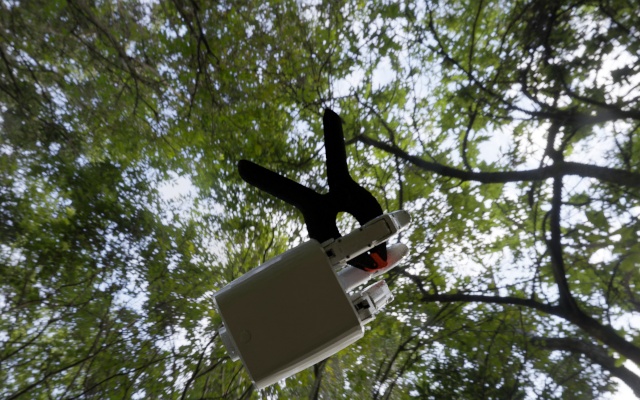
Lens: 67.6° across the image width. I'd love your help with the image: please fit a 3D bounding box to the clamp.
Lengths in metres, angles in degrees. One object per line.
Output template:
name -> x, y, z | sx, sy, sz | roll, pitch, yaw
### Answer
clamp -> 0.000, 0.002, 0.472 | 0.120, 0.171, 0.039 | -26, -9, -12
